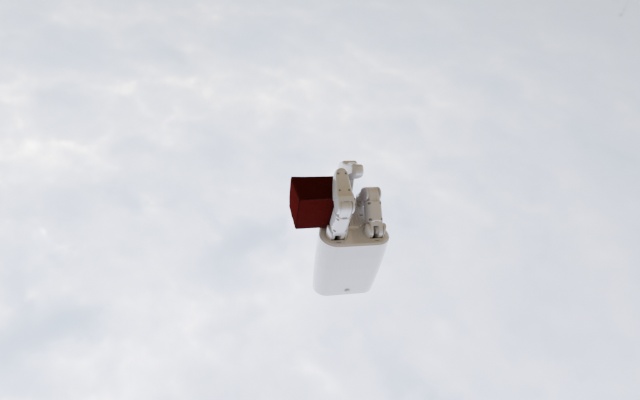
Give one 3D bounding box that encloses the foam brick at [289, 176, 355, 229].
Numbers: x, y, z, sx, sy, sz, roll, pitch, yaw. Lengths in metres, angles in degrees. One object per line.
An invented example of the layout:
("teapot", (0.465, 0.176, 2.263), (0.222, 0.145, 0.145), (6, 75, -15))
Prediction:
("foam brick", (0.000, 0.002, 0.642), (0.078, 0.051, 0.053), (-2, 39, -15))
